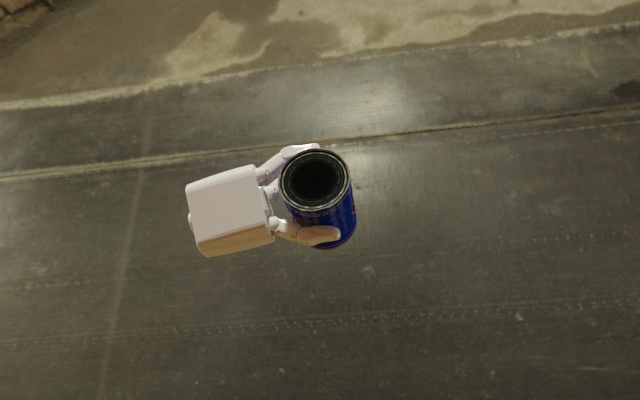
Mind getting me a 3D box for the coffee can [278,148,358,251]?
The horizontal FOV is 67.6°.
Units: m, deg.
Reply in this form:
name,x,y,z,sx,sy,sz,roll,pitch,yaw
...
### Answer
name,x,y,z,sx,sy,sz,roll,pitch,yaw
coffee can,0.000,0.002,0.721,0.103,0.102,0.140,0,-28,9
